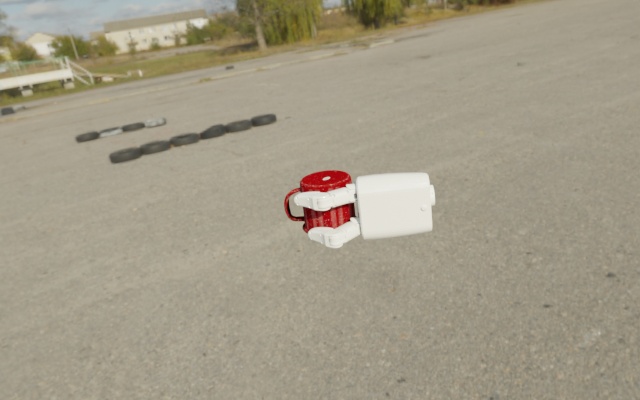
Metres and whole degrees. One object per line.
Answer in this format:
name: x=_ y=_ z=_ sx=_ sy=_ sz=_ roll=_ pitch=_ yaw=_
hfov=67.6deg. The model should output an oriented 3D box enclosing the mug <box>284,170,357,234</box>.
mug: x=-0.001 y=0.002 z=0.759 sx=0.117 sy=0.081 sz=0.093 roll=-5 pitch=20 yaw=6
